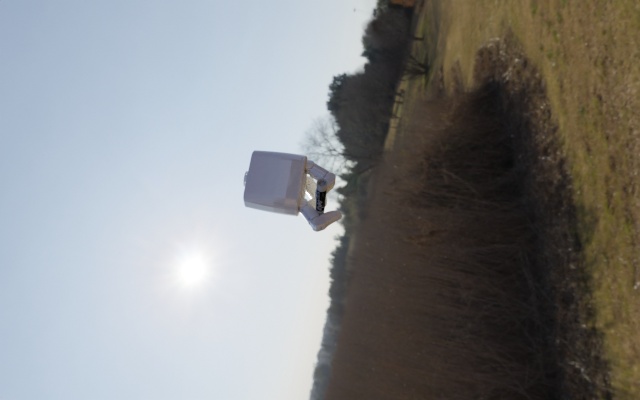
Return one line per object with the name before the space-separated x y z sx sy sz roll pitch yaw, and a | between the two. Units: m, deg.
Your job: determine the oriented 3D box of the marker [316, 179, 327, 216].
marker | 0.000 0.003 0.866 0.020 0.020 0.121 0 -33 -3
